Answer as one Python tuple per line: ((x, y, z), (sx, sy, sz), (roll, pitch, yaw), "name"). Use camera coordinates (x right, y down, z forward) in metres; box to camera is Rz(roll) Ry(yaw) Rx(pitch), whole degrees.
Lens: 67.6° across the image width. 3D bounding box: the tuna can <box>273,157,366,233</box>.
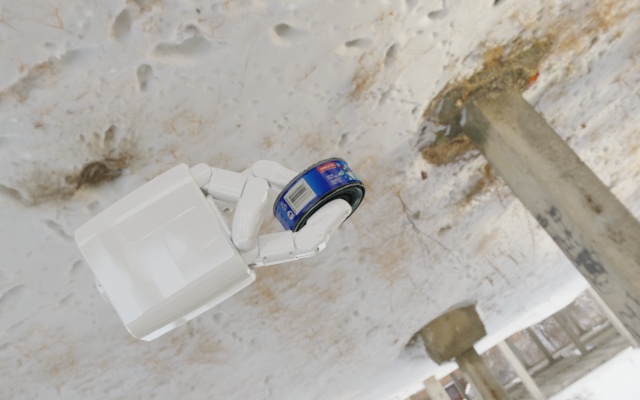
((0.000, 0.002, 0.449), (0.086, 0.033, 0.086), (-31, -23, -15), "tuna can")
